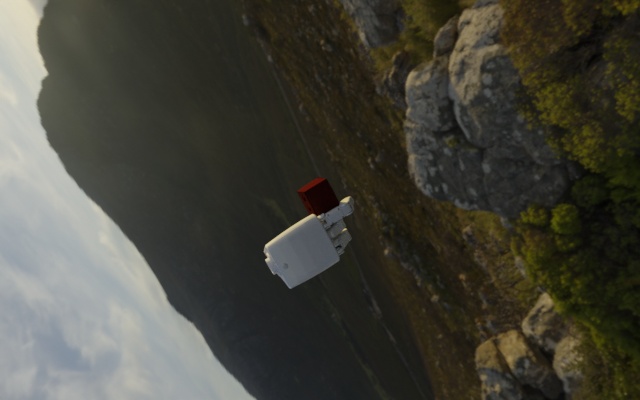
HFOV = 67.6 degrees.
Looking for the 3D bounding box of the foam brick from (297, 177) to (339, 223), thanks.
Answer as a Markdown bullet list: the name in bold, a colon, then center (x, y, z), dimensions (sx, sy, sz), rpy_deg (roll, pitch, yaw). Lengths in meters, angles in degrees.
- **foam brick**: center (0.000, 0.003, 0.893), dimensions (0.051, 0.078, 0.053), rpy_deg (-31, 12, -13)
